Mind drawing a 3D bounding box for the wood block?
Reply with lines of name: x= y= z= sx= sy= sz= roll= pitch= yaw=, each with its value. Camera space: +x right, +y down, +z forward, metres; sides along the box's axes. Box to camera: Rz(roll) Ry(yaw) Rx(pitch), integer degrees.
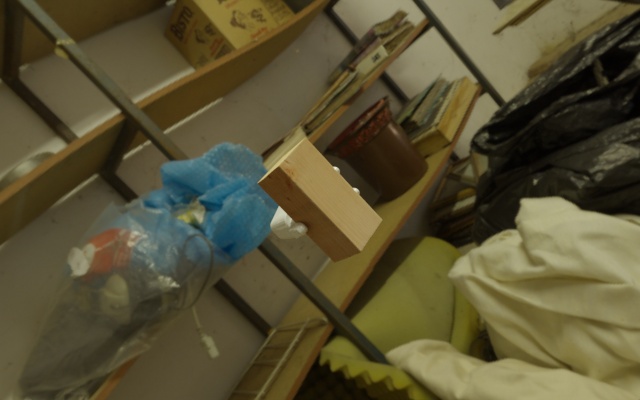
wood block: x=0.000 y=0.003 z=0.865 sx=0.090 sy=0.206 sz=0.090 roll=-51 pitch=12 yaw=-35
